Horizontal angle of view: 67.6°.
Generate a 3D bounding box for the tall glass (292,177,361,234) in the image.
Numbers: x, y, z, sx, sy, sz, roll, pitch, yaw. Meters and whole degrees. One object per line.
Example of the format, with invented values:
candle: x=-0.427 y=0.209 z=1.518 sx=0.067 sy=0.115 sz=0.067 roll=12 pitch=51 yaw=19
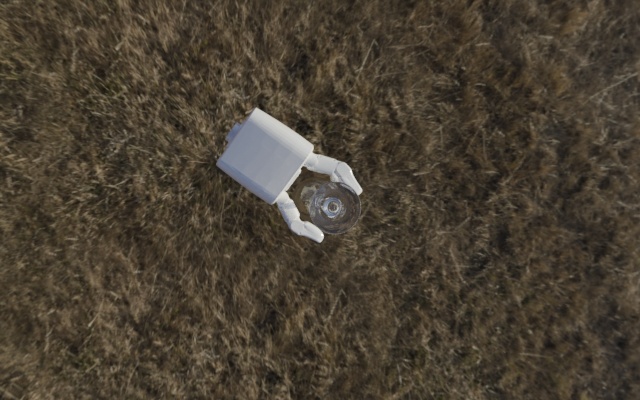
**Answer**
tall glass: x=0.000 y=0.003 z=0.764 sx=0.079 sy=0.079 sz=0.201 roll=0 pitch=4 yaw=-12
